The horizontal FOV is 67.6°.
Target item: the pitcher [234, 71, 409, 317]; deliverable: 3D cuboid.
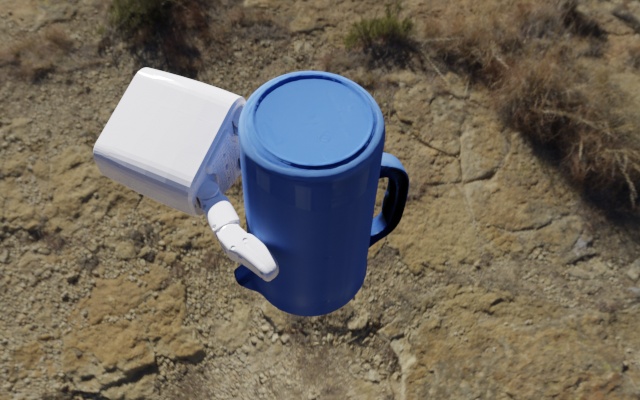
[{"bbox_3d":[0.000,0.001,0.444,0.145,0.149,0.243,22,-31,11],"label":"pitcher"}]
